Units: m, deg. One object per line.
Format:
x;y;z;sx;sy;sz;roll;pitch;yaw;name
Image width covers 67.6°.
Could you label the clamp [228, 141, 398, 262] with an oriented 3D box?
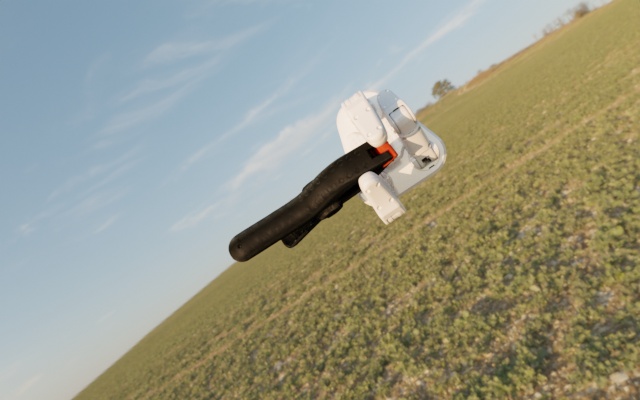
0.000;0.001;0.460;0.171;0.039;0.120;-35;-5;10;clamp
